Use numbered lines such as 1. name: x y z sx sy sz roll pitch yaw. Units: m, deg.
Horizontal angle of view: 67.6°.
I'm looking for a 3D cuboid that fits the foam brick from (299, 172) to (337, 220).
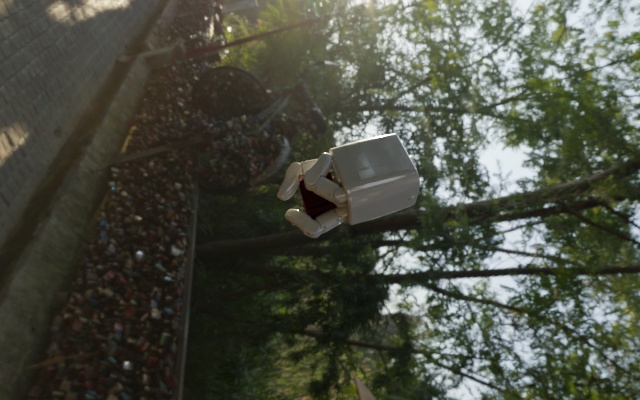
1. foam brick: 0.000 0.002 0.741 0.051 0.053 0.078 -16 -25 -4
